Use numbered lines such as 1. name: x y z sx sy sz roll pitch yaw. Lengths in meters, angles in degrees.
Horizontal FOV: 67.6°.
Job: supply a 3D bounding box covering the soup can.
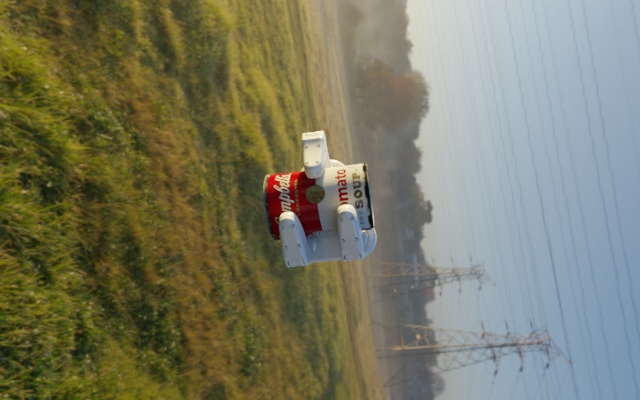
1. soup can: 0.000 0.001 0.481 0.102 0.068 0.068 -7 -1 7
